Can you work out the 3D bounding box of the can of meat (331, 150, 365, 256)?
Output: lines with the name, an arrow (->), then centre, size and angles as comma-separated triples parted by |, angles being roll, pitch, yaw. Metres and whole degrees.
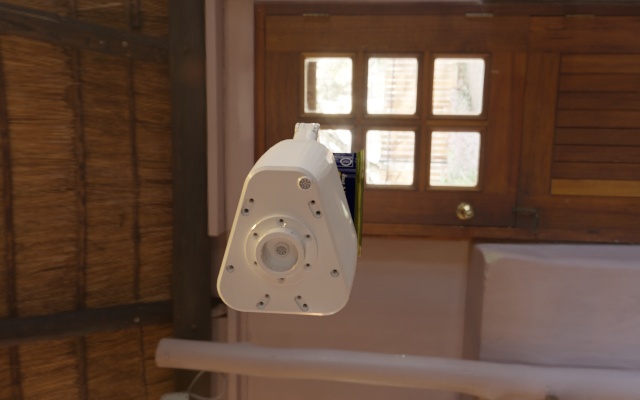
can of meat -> 0.000, 0.001, 0.471 | 0.084, 0.102, 0.057 | 1, 19, 4
